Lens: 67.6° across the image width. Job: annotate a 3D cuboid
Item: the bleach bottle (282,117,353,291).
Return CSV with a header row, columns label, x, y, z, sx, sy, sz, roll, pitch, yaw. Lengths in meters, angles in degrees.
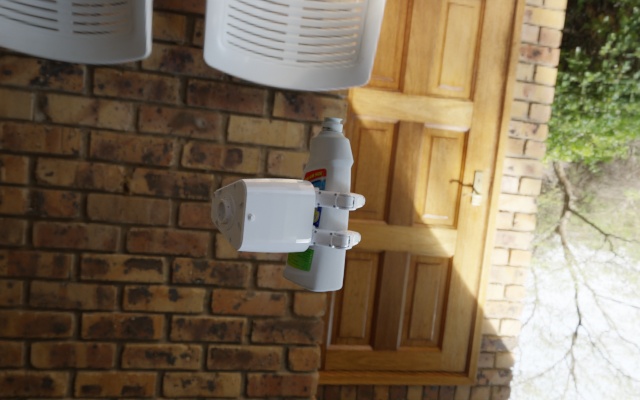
label,x,y,z,sx,sy,sz,roll,pitch,yaw
bleach bottle,0.000,0.002,0.719,0.068,0.251,0.102,2,6,-36
